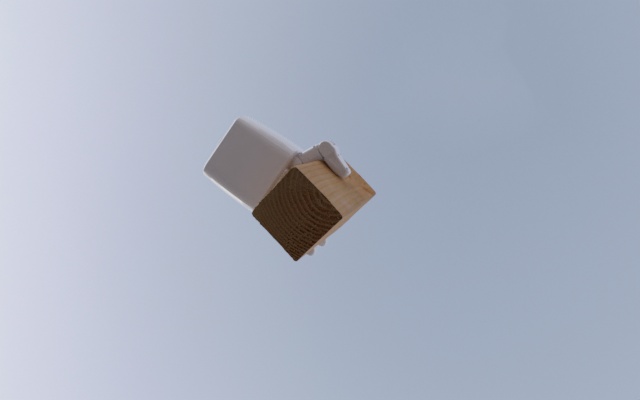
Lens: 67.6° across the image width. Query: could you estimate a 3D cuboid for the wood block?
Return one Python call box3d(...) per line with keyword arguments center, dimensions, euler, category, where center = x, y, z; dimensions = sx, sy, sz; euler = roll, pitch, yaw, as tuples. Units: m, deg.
box3d(center=(0.000, 0.002, 0.689), dimensions=(0.091, 0.090, 0.206), euler=(-45, -6, 19), category="wood block")
